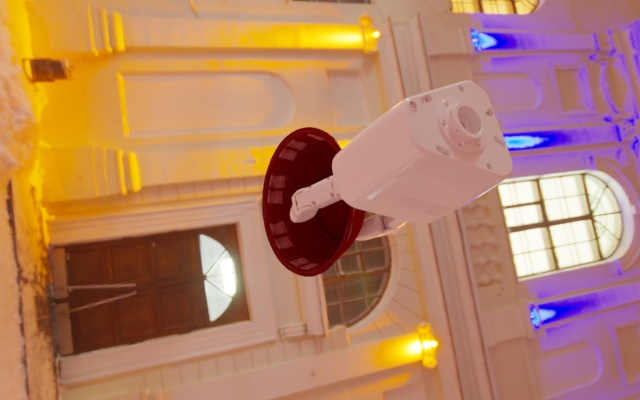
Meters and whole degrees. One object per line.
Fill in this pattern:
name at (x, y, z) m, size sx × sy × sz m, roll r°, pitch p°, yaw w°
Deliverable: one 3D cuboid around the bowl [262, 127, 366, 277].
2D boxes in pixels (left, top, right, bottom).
bowl at (0.000, 0.002, 0.534) m, size 0.055 × 0.162 × 0.162 m, roll 1°, pitch -1°, yaw -40°
